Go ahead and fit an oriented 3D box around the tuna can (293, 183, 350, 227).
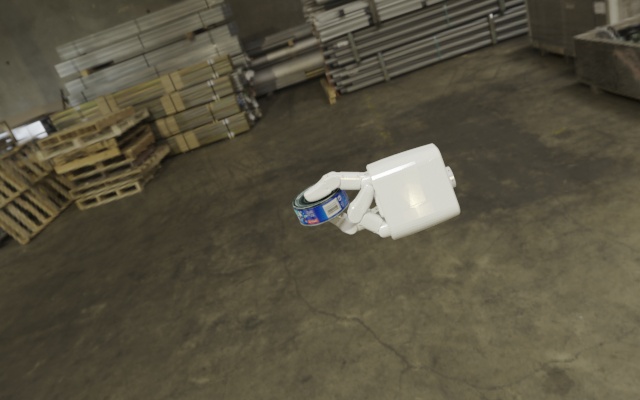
[{"bbox_3d":[0.000,0.002,0.747,0.086,0.034,0.086,-22,23,10],"label":"tuna can"}]
